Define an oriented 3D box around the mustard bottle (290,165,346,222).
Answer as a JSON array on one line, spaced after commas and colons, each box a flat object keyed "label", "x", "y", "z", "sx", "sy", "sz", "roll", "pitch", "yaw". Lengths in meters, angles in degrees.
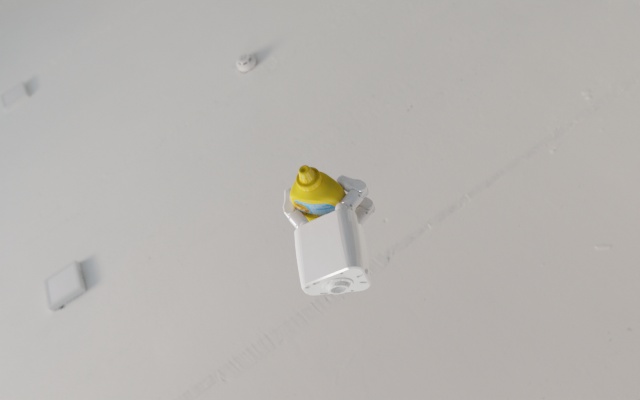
[{"label": "mustard bottle", "x": 0.000, "y": 0.003, "z": 0.819, "sx": 0.096, "sy": 0.058, "sz": 0.192, "roll": 7, "pitch": -29, "yaw": 23}]
